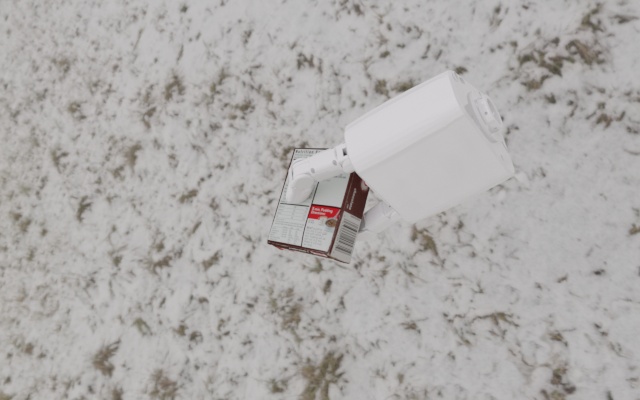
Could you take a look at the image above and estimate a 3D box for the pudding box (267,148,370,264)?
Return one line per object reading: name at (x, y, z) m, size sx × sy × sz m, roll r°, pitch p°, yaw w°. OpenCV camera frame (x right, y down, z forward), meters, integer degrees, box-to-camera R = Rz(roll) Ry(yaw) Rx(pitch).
pudding box at (0.000, 0.002, 0.495) m, size 0.090 × 0.113 × 0.039 m, roll 6°, pitch -16°, yaw 41°
